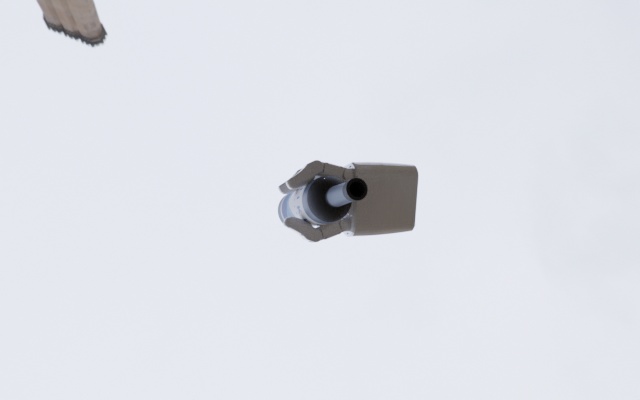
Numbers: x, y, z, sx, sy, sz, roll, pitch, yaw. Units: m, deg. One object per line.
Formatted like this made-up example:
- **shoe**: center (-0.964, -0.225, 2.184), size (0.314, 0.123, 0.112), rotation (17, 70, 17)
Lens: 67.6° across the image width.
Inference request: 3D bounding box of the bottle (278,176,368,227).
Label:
- **bottle**: center (0.000, 0.002, 0.700), size (0.069, 0.069, 0.296), rotation (0, -6, -17)
